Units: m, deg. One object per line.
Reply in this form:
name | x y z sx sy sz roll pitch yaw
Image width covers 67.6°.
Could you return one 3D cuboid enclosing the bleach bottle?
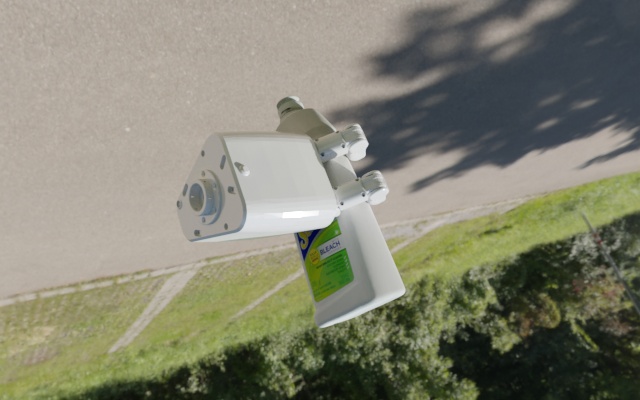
bleach bottle | 0.000 0.002 0.525 0.068 0.250 0.102 -4 -25 -45
